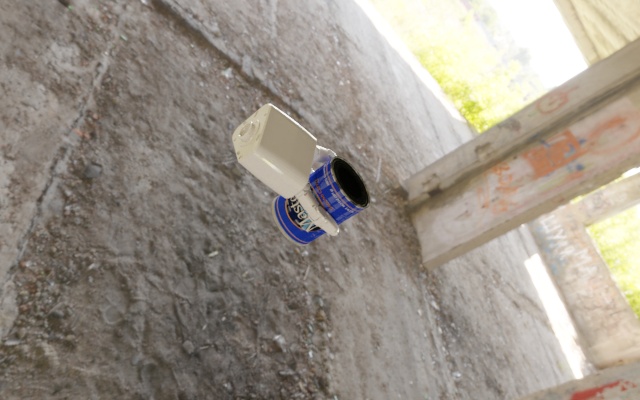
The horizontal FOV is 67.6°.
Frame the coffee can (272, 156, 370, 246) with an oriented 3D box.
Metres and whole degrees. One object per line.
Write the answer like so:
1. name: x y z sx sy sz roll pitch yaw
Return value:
1. coffee can: 0.000 0.003 0.831 0.140 0.102 0.103 -33 -17 27
